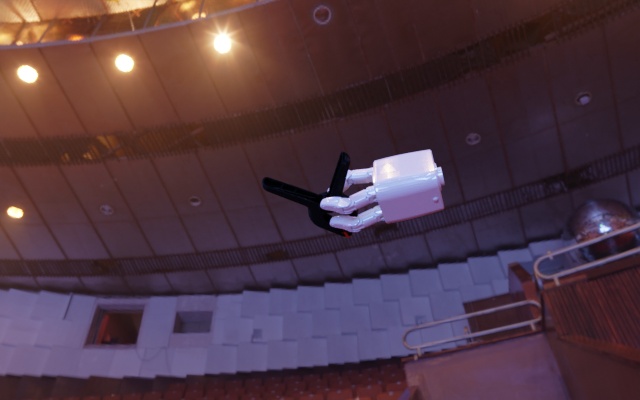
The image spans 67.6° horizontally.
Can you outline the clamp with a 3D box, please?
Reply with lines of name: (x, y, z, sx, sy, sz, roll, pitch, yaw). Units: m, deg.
clamp: (0.001, 0.003, 0.877, 0.164, 0.036, 0.210, -11, -42, 15)
